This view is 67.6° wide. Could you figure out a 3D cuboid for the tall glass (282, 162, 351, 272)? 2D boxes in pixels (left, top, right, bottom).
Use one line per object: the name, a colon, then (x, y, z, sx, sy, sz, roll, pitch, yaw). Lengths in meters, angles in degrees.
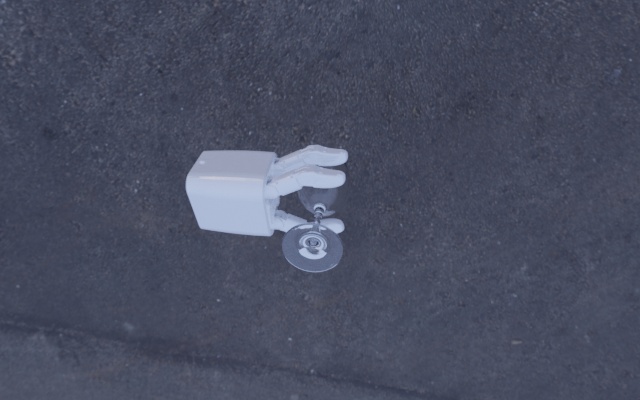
tall glass: (0.000, 0.003, 0.647, 0.079, 0.079, 0.201, 0, 34, 7)
